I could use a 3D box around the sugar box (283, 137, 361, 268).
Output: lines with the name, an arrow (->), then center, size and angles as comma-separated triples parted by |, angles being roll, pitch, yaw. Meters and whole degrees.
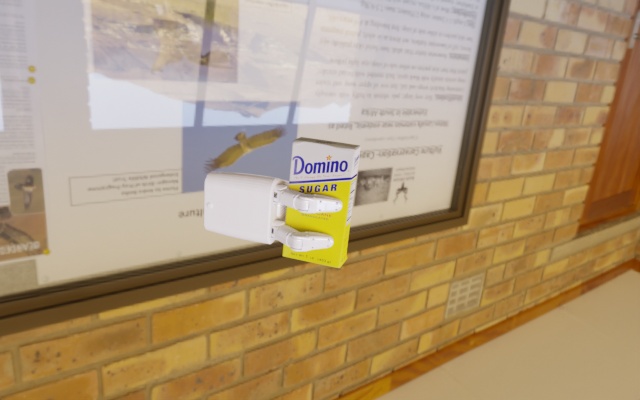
sugar box -> 0.000, 0.002, 0.692 | 0.093, 0.176, 0.048 | 9, 18, 14
